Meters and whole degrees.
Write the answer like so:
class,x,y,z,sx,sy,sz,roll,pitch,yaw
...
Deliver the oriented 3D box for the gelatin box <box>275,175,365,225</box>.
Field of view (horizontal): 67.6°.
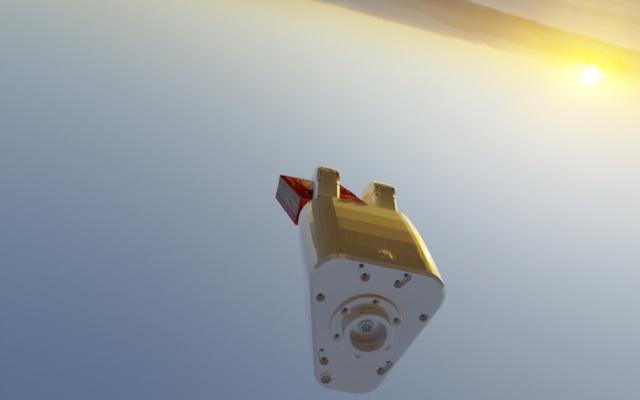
class,x,y,z,sx,sy,sz,roll,pitch,yaw
gelatin box,0.000,0.002,0.488,0.073,0.030,0.089,8,14,-21
